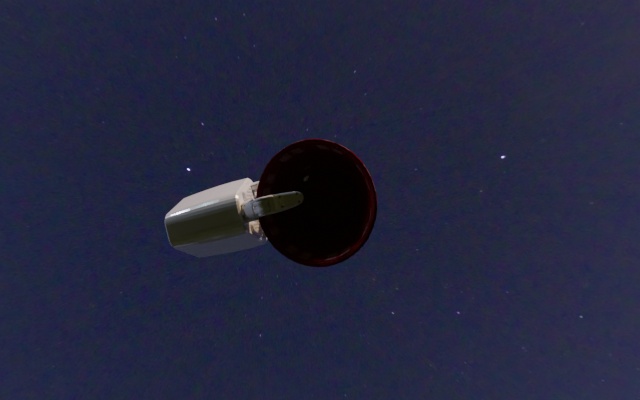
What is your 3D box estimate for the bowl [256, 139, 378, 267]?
[{"bbox_3d":[0.002,0.002,0.621,0.162,0.162,0.055,0,4,20],"label":"bowl"}]
